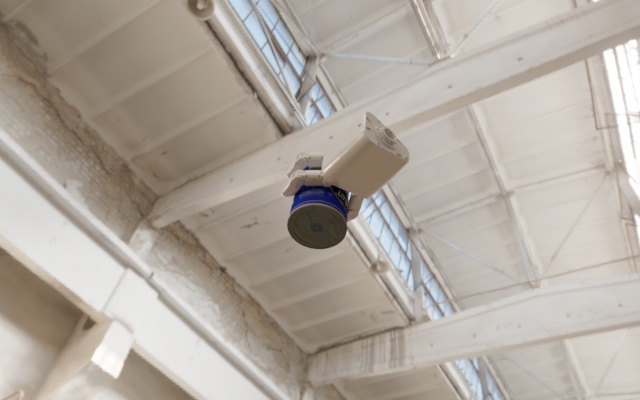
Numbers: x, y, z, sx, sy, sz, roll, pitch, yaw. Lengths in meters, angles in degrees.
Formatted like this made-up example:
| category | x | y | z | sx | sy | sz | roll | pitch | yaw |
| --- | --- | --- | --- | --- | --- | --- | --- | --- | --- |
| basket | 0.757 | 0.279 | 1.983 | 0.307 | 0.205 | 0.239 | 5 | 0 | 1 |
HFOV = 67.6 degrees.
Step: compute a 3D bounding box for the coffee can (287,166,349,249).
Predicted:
| category | x | y | z | sx | sy | sz | roll | pitch | yaw |
| --- | --- | --- | --- | --- | --- | --- | --- | --- | --- |
| coffee can | 0.000 | 0.003 | 0.860 | 0.103 | 0.103 | 0.140 | 0 | 40 | 7 |
